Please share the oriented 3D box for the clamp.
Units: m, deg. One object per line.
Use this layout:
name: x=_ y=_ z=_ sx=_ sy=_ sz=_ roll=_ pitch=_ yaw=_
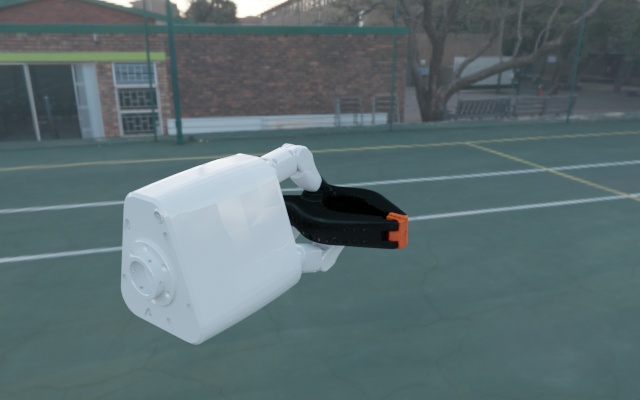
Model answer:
clamp: x=0.000 y=0.001 z=0.481 sx=0.210 sy=0.036 sz=0.164 roll=12 pitch=27 yaw=33
